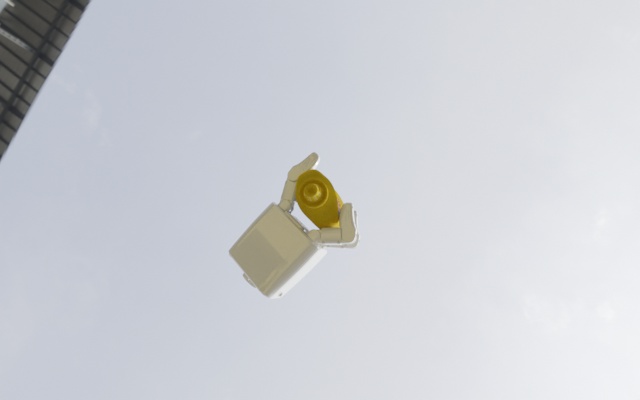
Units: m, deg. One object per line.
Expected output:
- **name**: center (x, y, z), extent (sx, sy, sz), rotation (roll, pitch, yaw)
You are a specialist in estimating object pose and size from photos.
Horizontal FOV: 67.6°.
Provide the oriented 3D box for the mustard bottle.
- **mustard bottle**: center (0.000, 0.002, 0.735), extent (0.058, 0.096, 0.192), rotation (-22, -12, 5)
